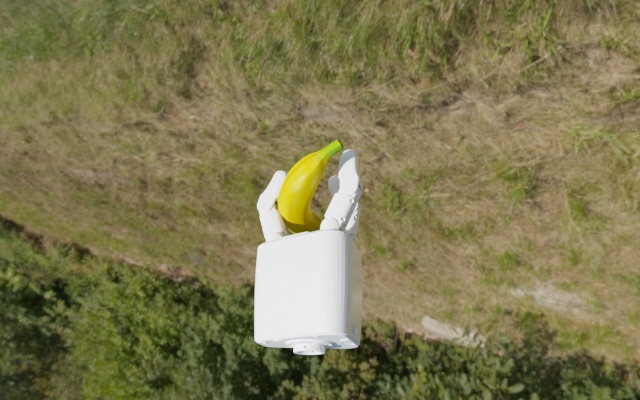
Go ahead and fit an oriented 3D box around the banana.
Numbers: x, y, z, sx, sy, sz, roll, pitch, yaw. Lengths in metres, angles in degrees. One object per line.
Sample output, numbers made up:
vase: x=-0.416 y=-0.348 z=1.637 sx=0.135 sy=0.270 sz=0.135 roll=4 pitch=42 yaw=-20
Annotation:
banana: x=-0.017 y=0.004 z=0.565 sx=0.069 sy=0.037 sz=0.198 roll=-11 pitch=-27 yaw=-14
